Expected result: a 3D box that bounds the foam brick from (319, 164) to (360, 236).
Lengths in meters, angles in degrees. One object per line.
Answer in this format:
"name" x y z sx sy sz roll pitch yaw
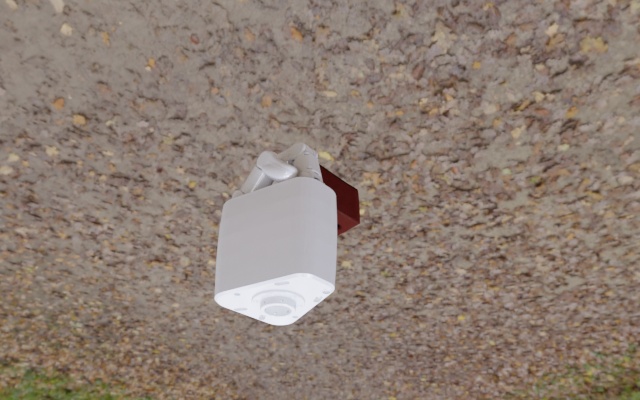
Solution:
"foam brick" 0.000 0.002 0.537 0.053 0.051 0.078 -33 -47 32
